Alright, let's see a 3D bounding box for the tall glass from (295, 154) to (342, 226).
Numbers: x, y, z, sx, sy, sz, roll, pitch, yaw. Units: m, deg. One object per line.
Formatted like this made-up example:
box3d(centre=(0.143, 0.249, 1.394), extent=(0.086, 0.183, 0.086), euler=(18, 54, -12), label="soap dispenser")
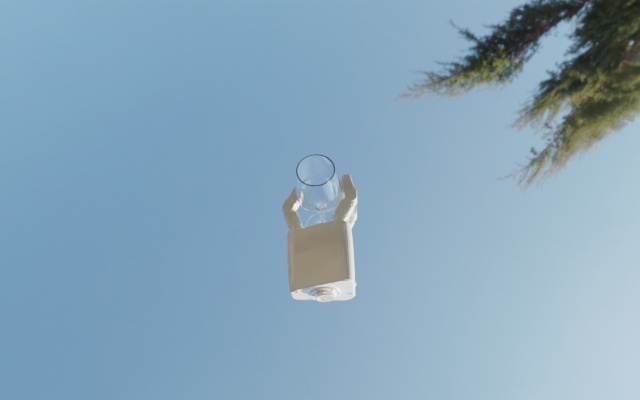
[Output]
box3d(centre=(0.000, 0.003, 0.836), extent=(0.079, 0.079, 0.201), euler=(0, -31, 5), label="tall glass")
